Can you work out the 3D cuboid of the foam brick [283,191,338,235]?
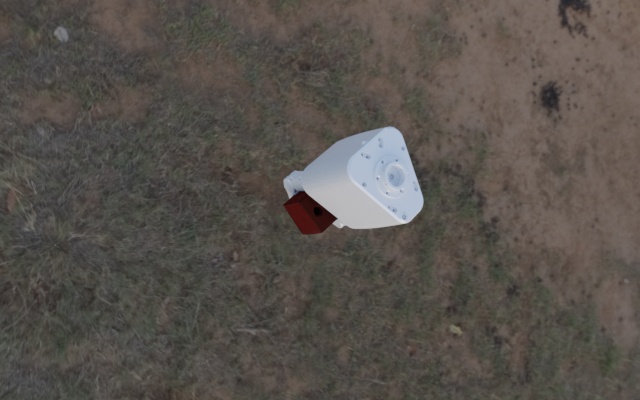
[{"bbox_3d":[0.000,0.002,0.644,0.078,0.053,0.051,-42,16,-25],"label":"foam brick"}]
